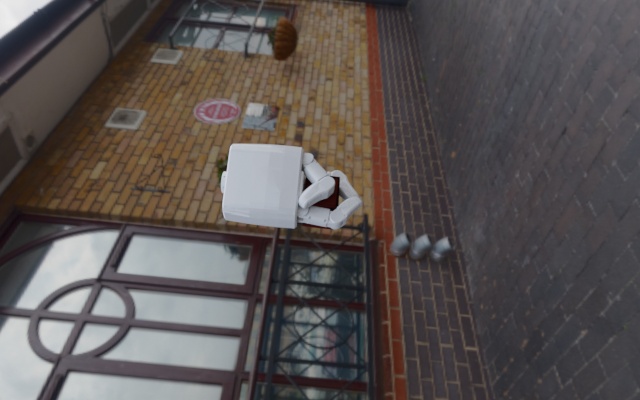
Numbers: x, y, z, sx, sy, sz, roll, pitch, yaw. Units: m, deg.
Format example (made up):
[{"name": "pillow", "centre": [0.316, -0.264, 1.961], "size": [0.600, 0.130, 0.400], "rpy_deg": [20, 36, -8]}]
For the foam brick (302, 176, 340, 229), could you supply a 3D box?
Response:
[{"name": "foam brick", "centre": [0.000, 0.003, 0.725], "size": [0.051, 0.053, 0.078], "rpy_deg": [5, -30, -1]}]
